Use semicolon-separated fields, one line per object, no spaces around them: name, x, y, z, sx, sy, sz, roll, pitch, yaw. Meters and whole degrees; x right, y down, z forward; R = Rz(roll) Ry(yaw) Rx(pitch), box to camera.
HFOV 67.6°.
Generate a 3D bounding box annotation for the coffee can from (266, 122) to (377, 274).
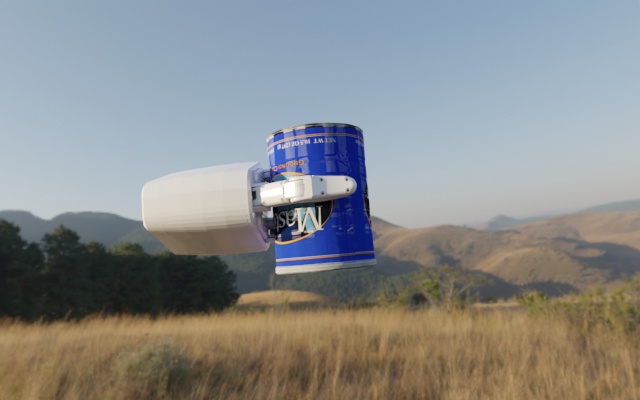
coffee can;0.000;0.002;0.495;0.103;0.140;0.103;-5;-7;-1
